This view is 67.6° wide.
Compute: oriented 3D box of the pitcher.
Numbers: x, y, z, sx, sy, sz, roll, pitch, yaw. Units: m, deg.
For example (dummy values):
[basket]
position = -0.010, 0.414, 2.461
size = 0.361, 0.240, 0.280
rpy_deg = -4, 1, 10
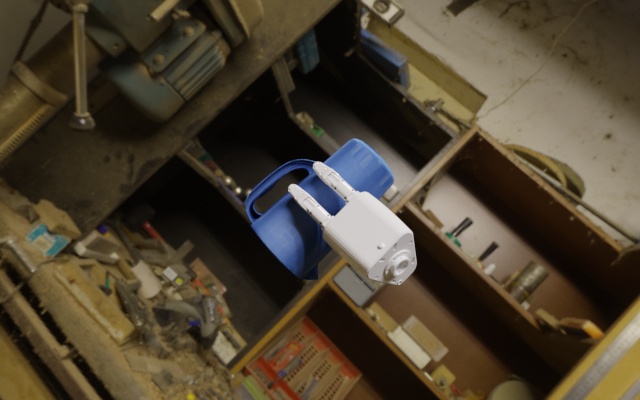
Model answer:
[pitcher]
position = 0.000, 0.003, 0.821
size = 0.145, 0.243, 0.149
rpy_deg = 43, -5, 40
